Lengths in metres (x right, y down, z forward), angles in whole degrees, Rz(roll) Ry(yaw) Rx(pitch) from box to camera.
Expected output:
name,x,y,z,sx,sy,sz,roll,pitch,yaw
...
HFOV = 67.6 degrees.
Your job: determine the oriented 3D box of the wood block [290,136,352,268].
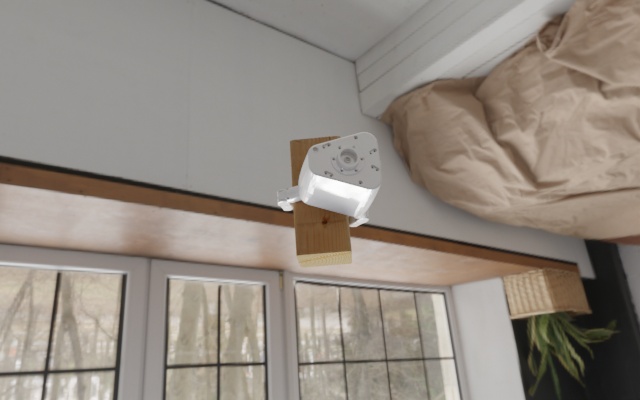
name,x,y,z,sx,sy,sz,roll,pitch,yaw
wood block,0.000,0.003,0.828,0.091,0.206,0.090,-5,-21,2
